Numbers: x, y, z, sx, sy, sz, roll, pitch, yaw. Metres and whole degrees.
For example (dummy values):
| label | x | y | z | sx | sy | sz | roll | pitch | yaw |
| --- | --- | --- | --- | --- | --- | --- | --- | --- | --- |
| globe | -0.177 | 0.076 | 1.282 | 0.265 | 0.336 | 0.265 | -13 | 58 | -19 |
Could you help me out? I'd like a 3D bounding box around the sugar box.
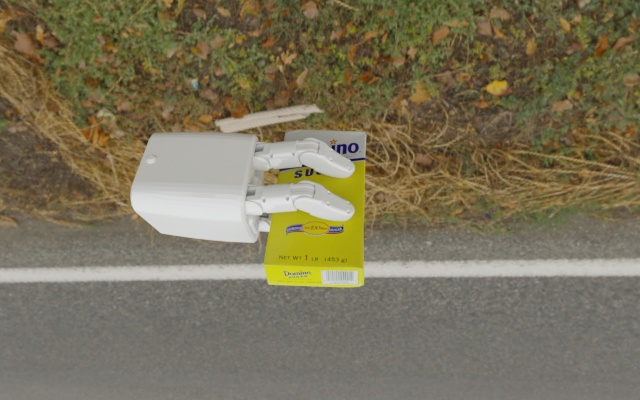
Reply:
| label | x | y | z | sx | sy | sz | roll | pitch | yaw |
| --- | --- | --- | --- | --- | --- | --- | --- | --- | --- |
| sugar box | 0.000 | 0.001 | 0.494 | 0.093 | 0.176 | 0.048 | 2 | -35 | 3 |
